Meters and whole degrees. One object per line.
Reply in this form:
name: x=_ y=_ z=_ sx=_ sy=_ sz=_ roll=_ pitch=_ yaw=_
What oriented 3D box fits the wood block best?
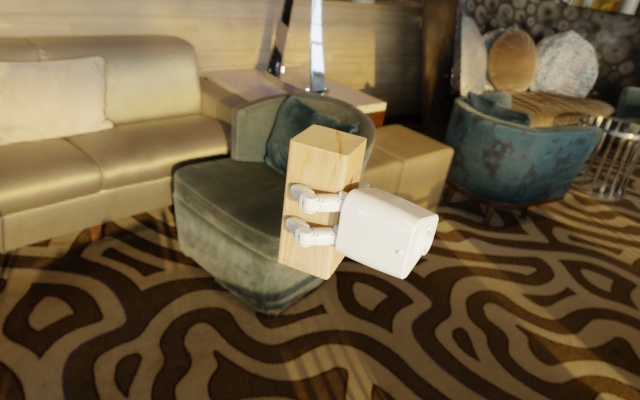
wood block: x=0.001 y=0.002 z=0.730 sx=0.090 sy=0.206 sz=0.090 roll=17 pitch=28 yaw=16
